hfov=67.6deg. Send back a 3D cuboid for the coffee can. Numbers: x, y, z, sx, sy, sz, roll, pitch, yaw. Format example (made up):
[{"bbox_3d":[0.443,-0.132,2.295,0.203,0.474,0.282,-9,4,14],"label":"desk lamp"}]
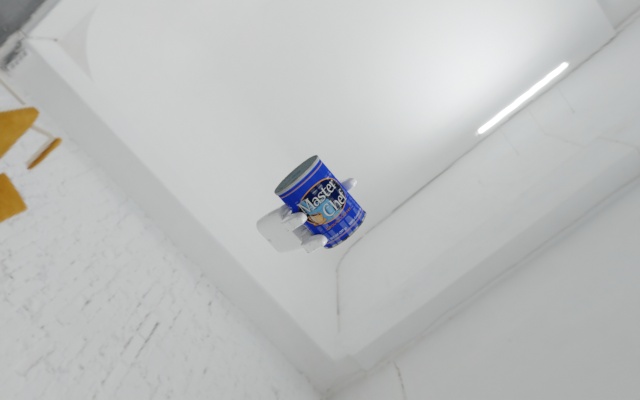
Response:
[{"bbox_3d":[0.000,0.003,0.868,0.103,0.140,0.102,-39,13,11],"label":"coffee can"}]
